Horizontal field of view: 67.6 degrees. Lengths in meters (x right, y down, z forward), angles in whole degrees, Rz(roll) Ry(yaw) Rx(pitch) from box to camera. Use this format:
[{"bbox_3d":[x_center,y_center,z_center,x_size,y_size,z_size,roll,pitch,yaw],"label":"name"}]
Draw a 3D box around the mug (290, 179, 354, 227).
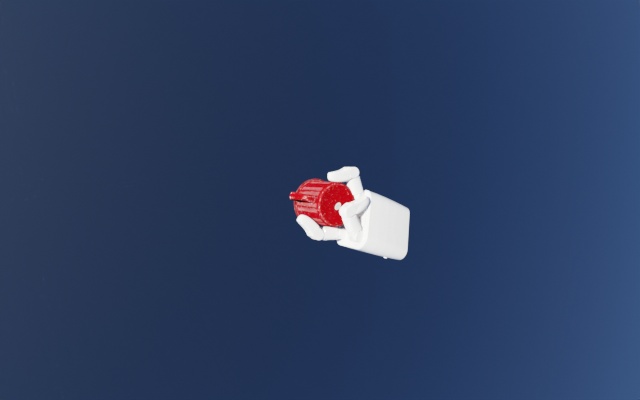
[{"bbox_3d":[-0.001,0.002,0.881,0.117,0.093,0.081,18,-7,-30],"label":"mug"}]
